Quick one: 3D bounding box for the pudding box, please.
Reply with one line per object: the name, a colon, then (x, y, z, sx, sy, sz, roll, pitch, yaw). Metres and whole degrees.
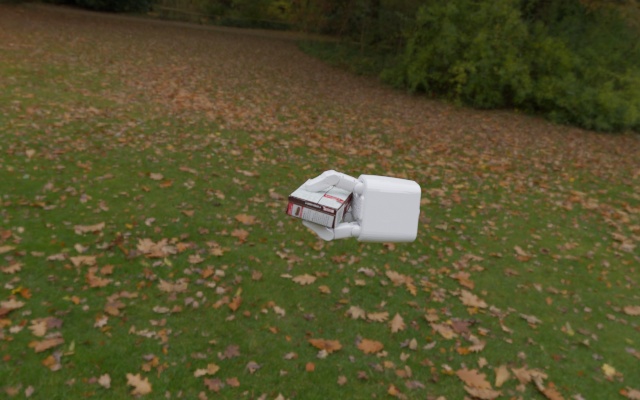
pudding box: (0.000, 0.003, 0.834, 0.090, 0.039, 0.113, 16, 20, 12)
